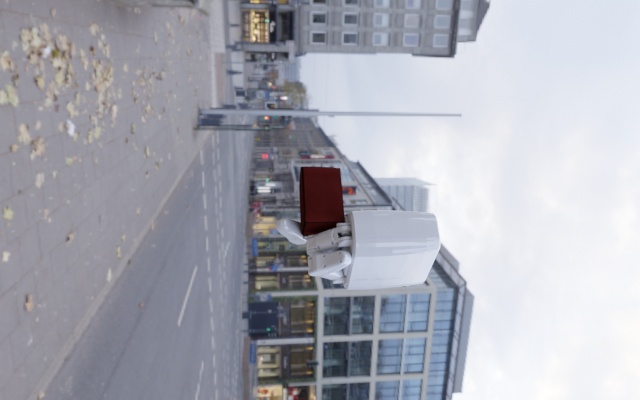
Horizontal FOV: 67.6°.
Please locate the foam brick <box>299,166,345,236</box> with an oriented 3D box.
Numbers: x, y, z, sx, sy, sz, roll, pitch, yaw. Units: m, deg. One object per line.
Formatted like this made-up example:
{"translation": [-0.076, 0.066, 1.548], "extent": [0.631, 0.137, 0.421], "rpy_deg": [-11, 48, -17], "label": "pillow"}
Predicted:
{"translation": [0.000, 0.002, 0.614], "extent": [0.051, 0.078, 0.053], "rpy_deg": [-1, -23, -6], "label": "foam brick"}
